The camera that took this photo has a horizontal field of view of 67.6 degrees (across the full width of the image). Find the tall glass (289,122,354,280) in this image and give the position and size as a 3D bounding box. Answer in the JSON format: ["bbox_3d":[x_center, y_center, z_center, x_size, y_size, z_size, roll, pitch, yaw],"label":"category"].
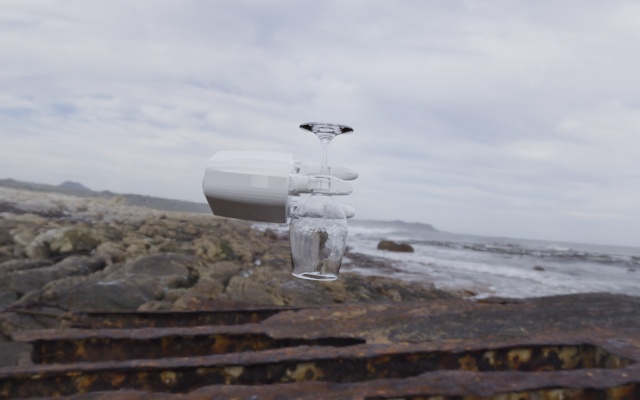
[{"bbox_3d":[0.000,0.001,0.636,0.079,0.201,0.079,4,-3,0],"label":"tall glass"}]
